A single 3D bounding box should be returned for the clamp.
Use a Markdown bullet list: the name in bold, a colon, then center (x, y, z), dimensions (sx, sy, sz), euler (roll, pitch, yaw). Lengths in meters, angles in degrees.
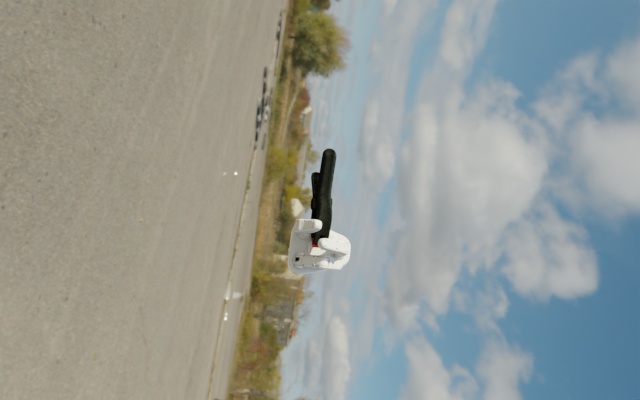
- **clamp**: center (0.001, 0.003, 0.859), dimensions (0.039, 0.171, 0.120), euler (8, -12, -5)
